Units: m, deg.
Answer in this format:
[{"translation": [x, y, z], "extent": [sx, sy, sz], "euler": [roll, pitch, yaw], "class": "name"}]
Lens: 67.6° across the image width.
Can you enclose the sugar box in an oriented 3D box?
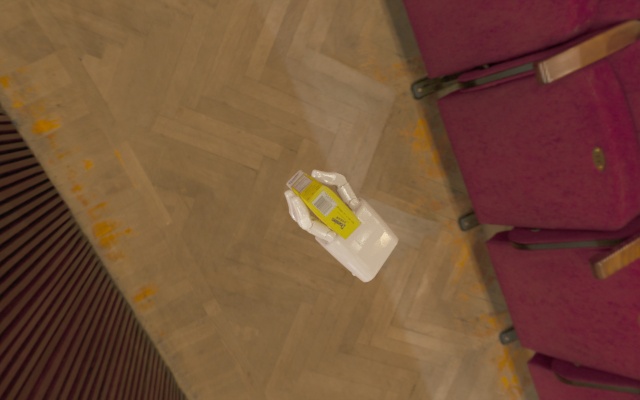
[{"translation": [0.000, 0.003, 0.833], "extent": [0.093, 0.048, 0.176], "euler": [46, -5, -18], "class": "sugar box"}]
